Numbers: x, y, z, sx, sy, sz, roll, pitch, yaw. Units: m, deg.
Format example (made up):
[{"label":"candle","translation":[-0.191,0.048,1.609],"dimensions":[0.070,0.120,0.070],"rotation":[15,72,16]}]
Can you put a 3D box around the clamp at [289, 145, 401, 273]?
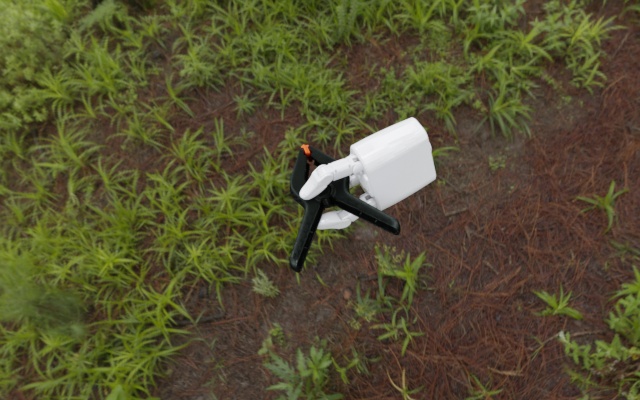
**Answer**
[{"label":"clamp","translation":[0.000,0.001,0.720],"dimensions":[0.164,0.210,0.036],"rotation":[-26,-33,-7]}]
